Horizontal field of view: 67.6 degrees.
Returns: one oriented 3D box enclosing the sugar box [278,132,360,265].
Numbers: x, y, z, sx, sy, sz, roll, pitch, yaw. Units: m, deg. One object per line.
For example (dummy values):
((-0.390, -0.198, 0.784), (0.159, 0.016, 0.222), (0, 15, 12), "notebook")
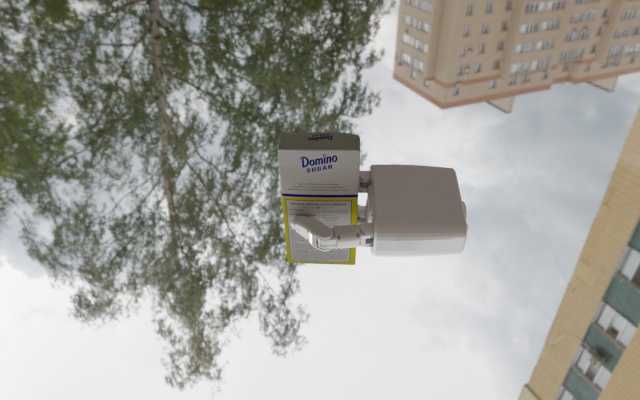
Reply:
((0.000, 0.002, 0.586), (0.093, 0.176, 0.048), (2, 35, 2), "sugar box")
